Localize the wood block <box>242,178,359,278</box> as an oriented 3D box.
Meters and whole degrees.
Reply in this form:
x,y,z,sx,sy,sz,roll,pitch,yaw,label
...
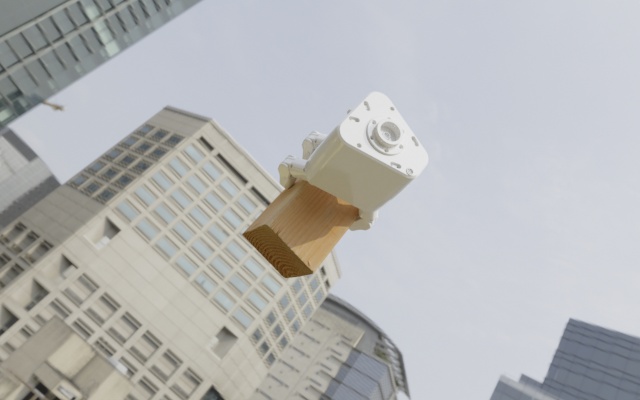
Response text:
x,y,z,sx,sy,sz,roll,pitch,yaw,label
0.001,0.002,0.676,0.206,0.091,0.090,-49,13,-29,wood block
